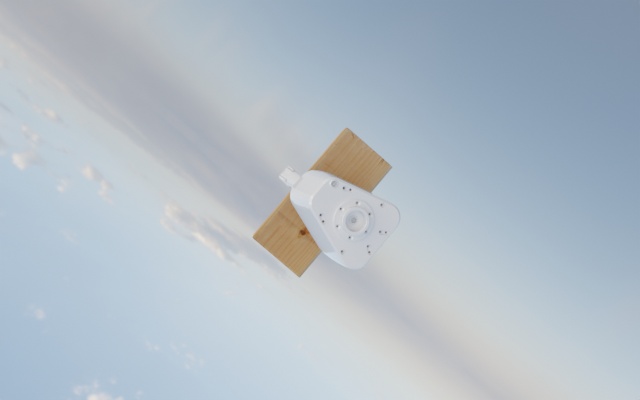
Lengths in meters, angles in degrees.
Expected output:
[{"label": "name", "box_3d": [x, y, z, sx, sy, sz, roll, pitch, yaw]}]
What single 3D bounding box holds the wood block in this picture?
[{"label": "wood block", "box_3d": [0.000, 0.002, 0.714, 0.091, 0.206, 0.090, 41, -4, -4]}]
